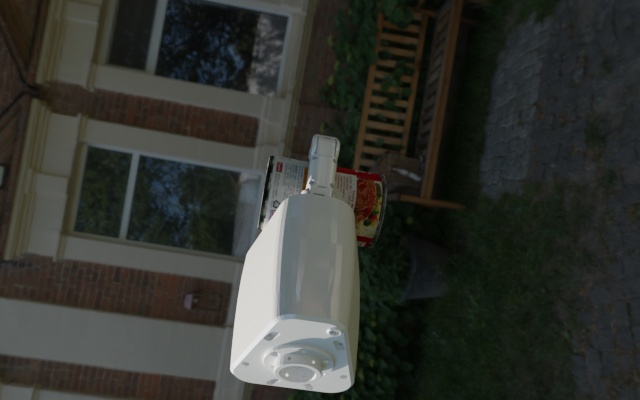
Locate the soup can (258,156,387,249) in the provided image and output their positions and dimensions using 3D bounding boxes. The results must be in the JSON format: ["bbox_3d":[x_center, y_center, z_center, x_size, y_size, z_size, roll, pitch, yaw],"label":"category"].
[{"bbox_3d":[0.000,0.001,0.424,0.102,0.068,0.068,10,-1,-6],"label":"soup can"}]
